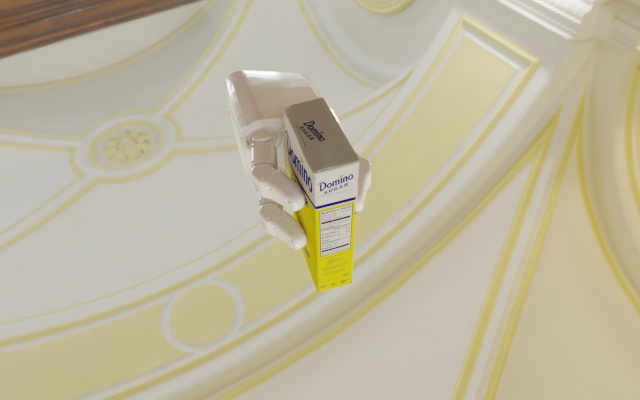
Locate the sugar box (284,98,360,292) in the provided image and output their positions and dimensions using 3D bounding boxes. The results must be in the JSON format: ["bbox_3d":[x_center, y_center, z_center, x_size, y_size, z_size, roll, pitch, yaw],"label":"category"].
[{"bbox_3d":[0.000,0.002,0.461,0.048,0.093,0.176,-16,-41,-10],"label":"sugar box"}]
